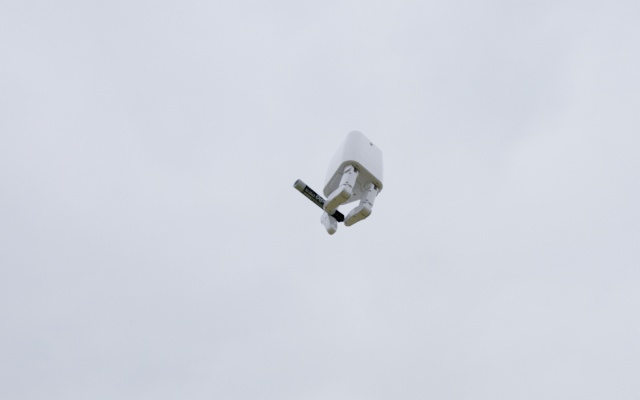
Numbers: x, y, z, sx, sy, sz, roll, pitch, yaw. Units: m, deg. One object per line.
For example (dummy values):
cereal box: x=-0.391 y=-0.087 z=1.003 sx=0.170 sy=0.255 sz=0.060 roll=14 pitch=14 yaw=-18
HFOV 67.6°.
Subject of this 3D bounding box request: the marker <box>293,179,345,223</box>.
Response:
marker: x=0.000 y=0.003 z=0.871 sx=0.121 sy=0.020 sz=0.020 roll=38 pitch=-18 yaw=-24
